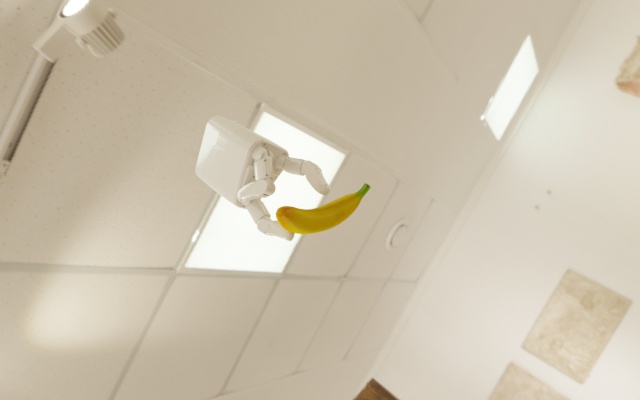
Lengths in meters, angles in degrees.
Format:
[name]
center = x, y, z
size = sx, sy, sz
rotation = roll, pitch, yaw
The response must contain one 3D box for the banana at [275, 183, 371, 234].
[banana]
center = -0.002, 0.018, 0.702
size = 0.037, 0.070, 0.198
rotation = 33, 32, 30
